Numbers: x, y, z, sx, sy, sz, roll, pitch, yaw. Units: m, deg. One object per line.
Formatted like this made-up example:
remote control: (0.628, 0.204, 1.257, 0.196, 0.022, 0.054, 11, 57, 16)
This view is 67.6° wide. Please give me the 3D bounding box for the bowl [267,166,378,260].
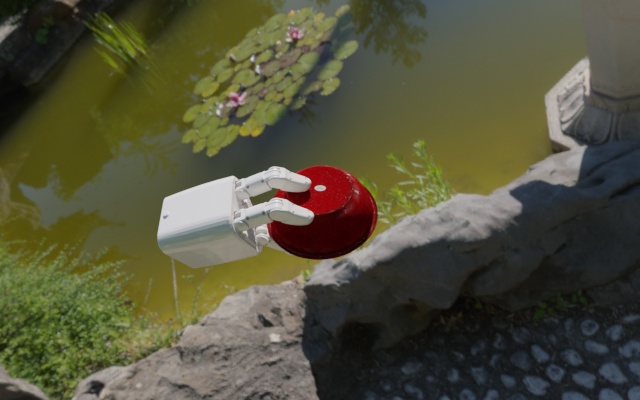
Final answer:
bowl: (0.001, 0.001, 0.669, 0.162, 0.162, 0.055, 0, -42, 5)
